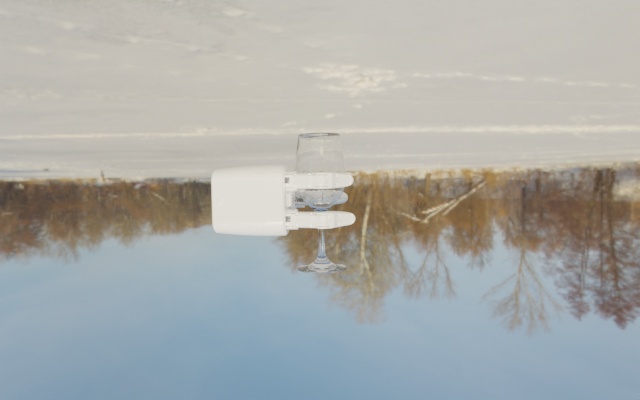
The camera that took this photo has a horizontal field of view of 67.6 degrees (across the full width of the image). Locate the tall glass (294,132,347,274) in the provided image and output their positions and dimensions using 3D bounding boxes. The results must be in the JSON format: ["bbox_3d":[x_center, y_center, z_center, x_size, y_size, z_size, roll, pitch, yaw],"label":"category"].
[{"bbox_3d":[0.000,0.003,0.708,0.079,0.201,0.079,-1,3,0],"label":"tall glass"}]
